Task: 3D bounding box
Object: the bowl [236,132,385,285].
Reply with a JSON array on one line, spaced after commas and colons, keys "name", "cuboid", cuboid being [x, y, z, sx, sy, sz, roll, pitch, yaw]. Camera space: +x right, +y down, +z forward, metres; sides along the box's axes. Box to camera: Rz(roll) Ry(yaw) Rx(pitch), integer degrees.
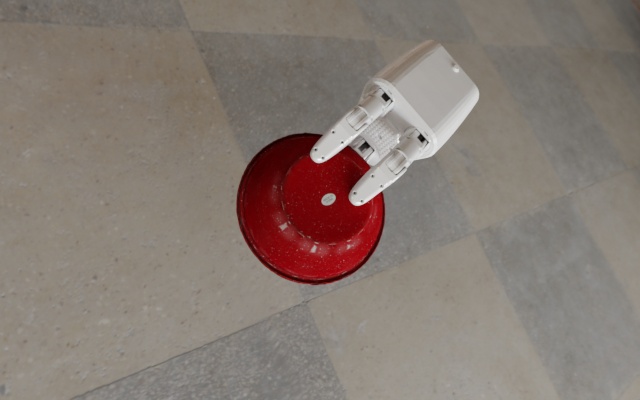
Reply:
[{"name": "bowl", "cuboid": [0.000, 0.003, 0.475, 0.162, 0.162, 0.055, 0, -11, -16]}]
